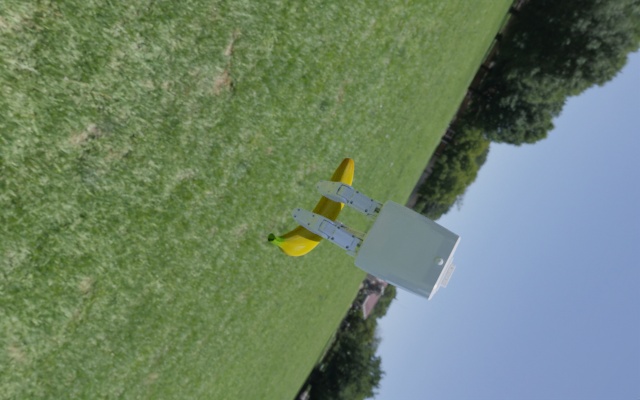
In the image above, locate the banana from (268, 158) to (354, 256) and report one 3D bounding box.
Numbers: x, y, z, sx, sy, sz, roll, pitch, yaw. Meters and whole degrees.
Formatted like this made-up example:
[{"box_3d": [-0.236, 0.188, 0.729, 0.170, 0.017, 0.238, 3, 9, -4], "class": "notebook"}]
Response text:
[{"box_3d": [-0.001, 0.018, 0.685, 0.037, 0.070, 0.197, 22, 49, 24], "class": "banana"}]
